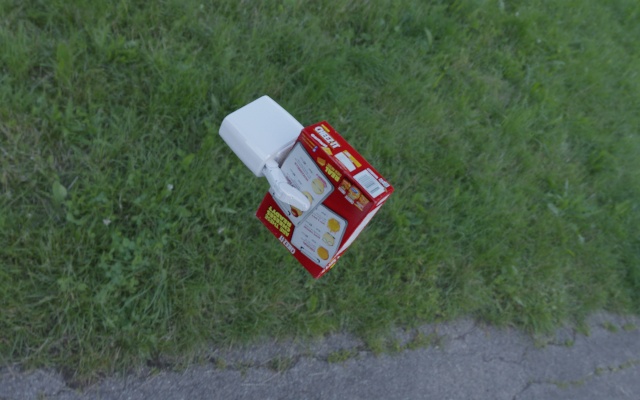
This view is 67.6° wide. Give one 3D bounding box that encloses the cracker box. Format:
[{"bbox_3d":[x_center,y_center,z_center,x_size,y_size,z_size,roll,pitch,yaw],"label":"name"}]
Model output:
[{"bbox_3d":[0.000,0.003,0.795,0.072,0.164,0.214,-30,-20,-46],"label":"cracker box"}]
